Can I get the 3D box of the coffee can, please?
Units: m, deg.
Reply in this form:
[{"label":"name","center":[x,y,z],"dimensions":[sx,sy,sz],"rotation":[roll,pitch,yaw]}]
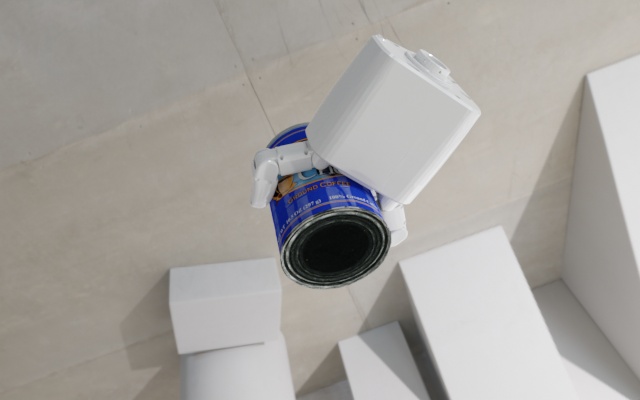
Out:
[{"label":"coffee can","center":[0.000,0.002,0.476],"dimensions":[0.103,0.103,0.140],"rotation":[0,40,-16]}]
